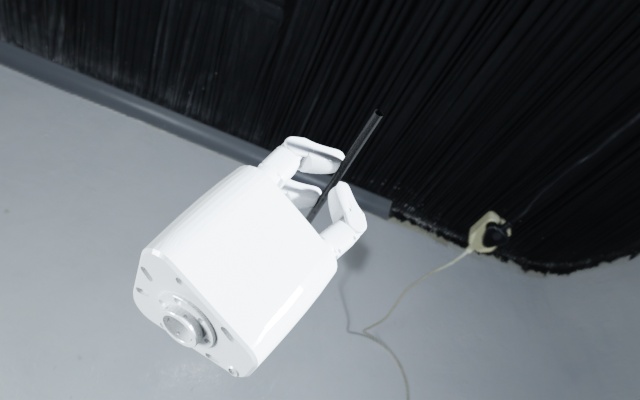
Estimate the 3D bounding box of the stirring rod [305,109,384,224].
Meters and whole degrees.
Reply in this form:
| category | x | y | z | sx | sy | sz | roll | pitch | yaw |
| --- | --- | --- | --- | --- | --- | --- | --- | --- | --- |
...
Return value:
| category | x | y | z | sx | sy | sz | roll | pitch | yaw |
| --- | --- | --- | --- | --- | --- | --- | --- | --- | --- |
| stirring rod | 0.000 | 0.002 | 0.458 | 0.011 | 0.011 | 0.240 | 0 | -35 | -28 |
